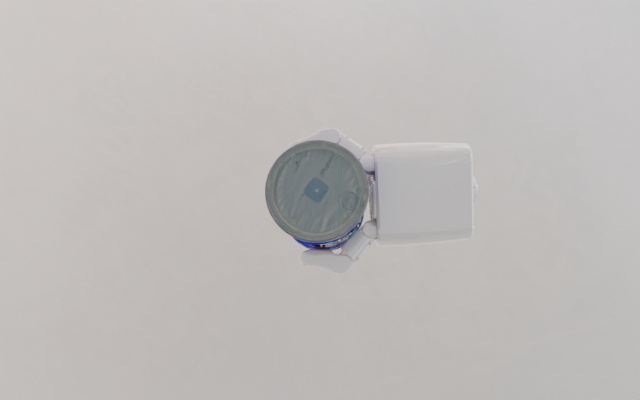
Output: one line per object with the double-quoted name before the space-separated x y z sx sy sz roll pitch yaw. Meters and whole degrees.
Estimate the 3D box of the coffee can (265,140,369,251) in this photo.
"coffee can" 0.000 0.002 0.535 0.103 0.103 0.140 0 -10 3
